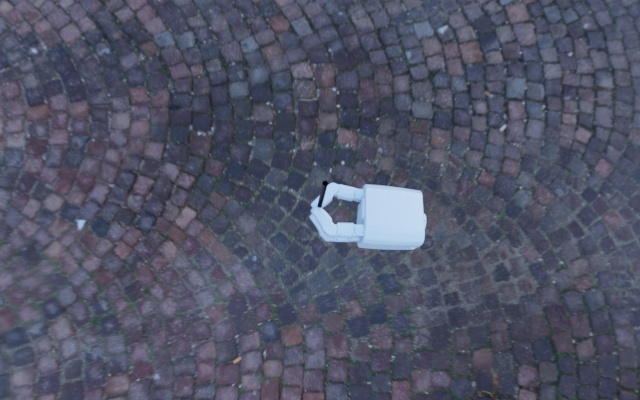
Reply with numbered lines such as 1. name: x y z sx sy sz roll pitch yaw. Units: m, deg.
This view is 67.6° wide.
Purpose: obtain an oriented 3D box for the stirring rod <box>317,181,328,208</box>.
1. stirring rod: 0.000 0.003 0.799 0.011 0.011 0.239 0 -13 -3
